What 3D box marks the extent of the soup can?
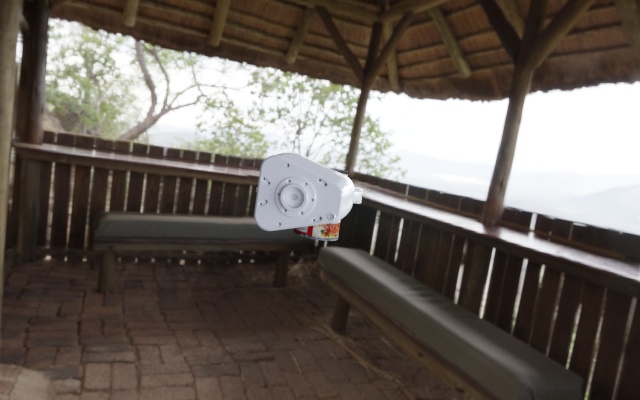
[{"bbox_3d":[0.000,0.002,0.708,0.068,0.102,0.068,8,6,-1],"label":"soup can"}]
